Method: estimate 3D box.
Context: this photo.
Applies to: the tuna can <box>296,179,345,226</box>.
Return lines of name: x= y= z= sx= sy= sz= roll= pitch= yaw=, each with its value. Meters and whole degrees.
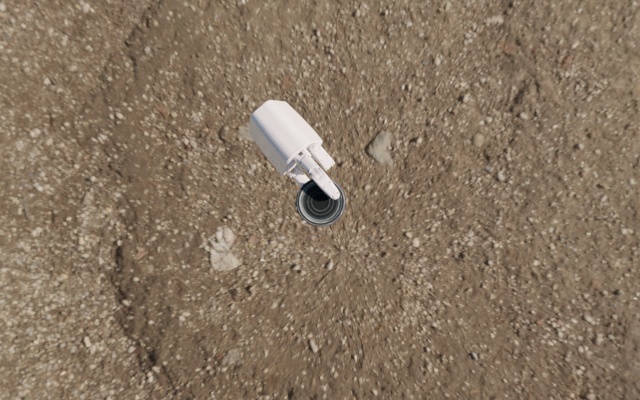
tuna can: x=0.000 y=0.003 z=0.830 sx=0.086 sy=0.086 sz=0.034 roll=0 pitch=-2 yaw=-1
